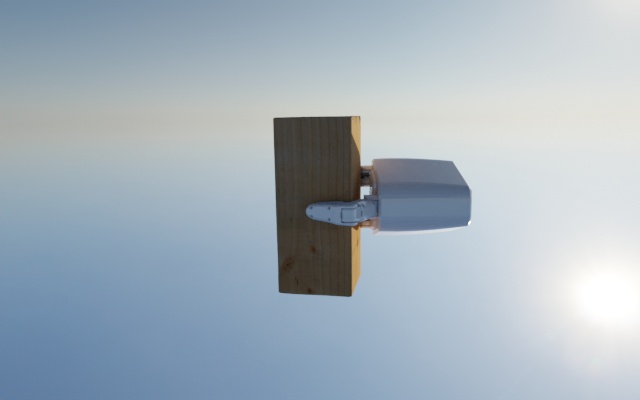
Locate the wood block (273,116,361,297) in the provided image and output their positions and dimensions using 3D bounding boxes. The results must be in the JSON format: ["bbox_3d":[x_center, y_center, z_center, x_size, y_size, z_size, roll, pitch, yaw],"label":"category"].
[{"bbox_3d":[0.000,0.002,0.581,0.090,0.206,0.091,1,10,12],"label":"wood block"}]
